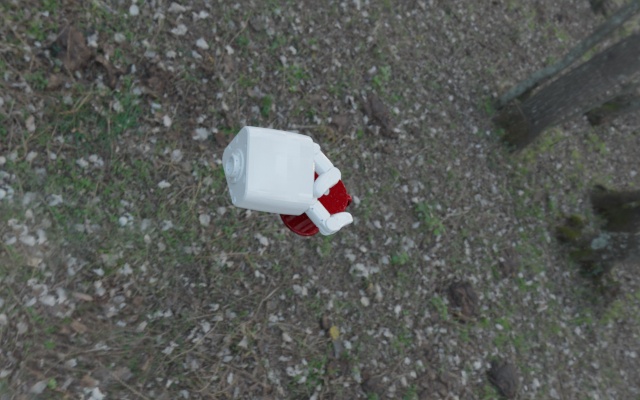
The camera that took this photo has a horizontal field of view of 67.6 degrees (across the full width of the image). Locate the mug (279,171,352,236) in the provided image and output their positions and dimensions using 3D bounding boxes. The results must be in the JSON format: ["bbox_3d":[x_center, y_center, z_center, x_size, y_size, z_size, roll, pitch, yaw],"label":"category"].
[{"bbox_3d":[0.001,0.003,0.781,0.117,0.093,0.081,5,-25,-34],"label":"mug"}]
